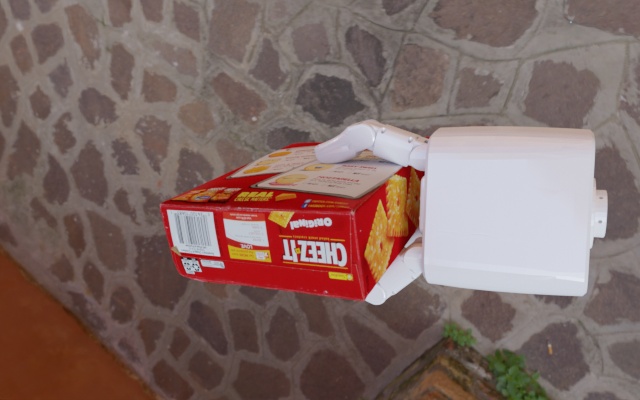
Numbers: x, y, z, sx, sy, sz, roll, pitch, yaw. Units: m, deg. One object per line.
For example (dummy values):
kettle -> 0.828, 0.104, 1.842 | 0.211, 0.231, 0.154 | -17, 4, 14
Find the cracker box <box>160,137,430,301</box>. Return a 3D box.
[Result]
cracker box -> 0.000, 0.001, 0.418 | 0.164, 0.072, 0.213 | 1, 19, 27
